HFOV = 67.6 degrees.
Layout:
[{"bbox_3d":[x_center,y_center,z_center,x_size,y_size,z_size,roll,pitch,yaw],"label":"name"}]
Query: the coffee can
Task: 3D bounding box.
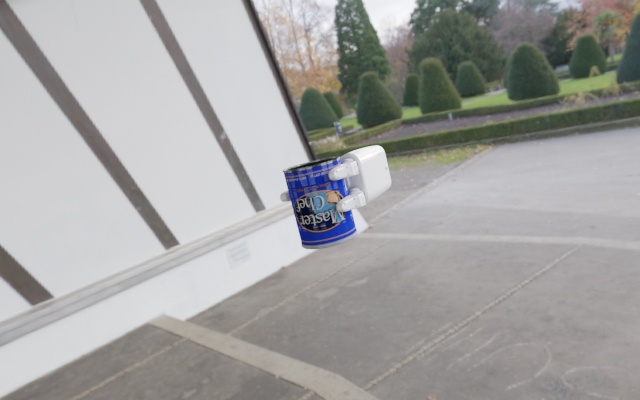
[{"bbox_3d":[0.000,0.003,0.838,0.103,0.140,0.103,-13,9,2],"label":"coffee can"}]
